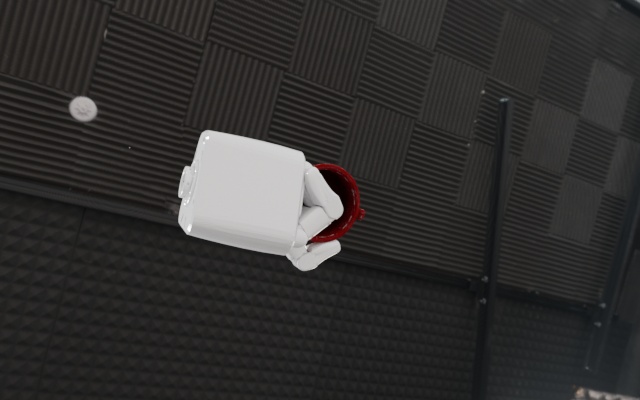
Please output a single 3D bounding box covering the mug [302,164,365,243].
[{"bbox_3d":[0.001,0.002,0.599,0.117,0.093,0.081,14,1,-24],"label":"mug"}]
